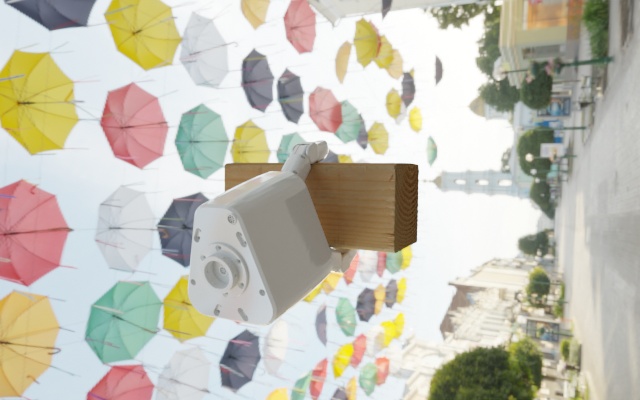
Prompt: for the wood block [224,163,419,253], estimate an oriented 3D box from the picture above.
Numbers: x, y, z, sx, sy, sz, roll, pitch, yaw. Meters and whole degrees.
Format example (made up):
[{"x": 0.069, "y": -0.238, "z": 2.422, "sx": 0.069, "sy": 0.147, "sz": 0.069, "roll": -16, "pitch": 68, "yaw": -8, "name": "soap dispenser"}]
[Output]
[{"x": 0.000, "y": 0.001, "z": 0.546, "sx": 0.206, "sy": 0.091, "sz": 0.090, "roll": 3, "pitch": 5, "yaw": 26, "name": "wood block"}]
